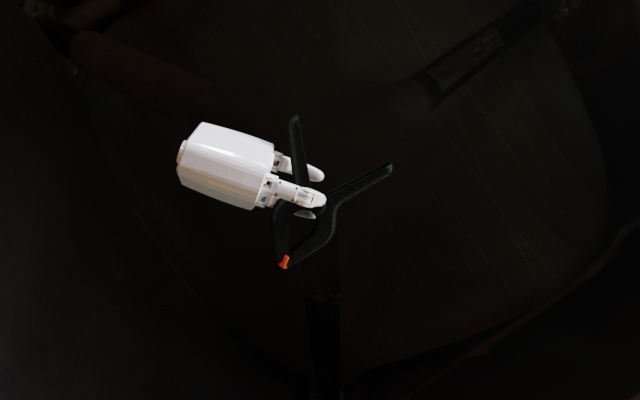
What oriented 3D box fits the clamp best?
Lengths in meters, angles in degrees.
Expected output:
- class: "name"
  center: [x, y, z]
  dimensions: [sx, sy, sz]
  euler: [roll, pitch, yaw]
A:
- class: "clamp"
  center: [0.000, 0.003, 0.676]
  dimensions: [0.164, 0.210, 0.036]
  euler: [19, 6, -9]
